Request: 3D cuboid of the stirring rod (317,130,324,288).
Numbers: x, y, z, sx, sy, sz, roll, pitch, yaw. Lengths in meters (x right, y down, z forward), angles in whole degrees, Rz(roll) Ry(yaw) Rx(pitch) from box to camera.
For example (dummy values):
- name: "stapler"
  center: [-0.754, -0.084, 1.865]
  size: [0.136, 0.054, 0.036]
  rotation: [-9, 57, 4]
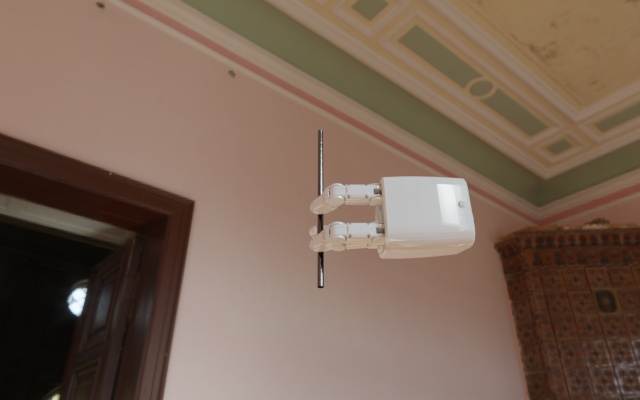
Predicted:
- name: "stirring rod"
  center: [0.000, 0.002, 0.645]
  size: [0.011, 0.239, 0.011]
  rotation: [0, -30, 0]
